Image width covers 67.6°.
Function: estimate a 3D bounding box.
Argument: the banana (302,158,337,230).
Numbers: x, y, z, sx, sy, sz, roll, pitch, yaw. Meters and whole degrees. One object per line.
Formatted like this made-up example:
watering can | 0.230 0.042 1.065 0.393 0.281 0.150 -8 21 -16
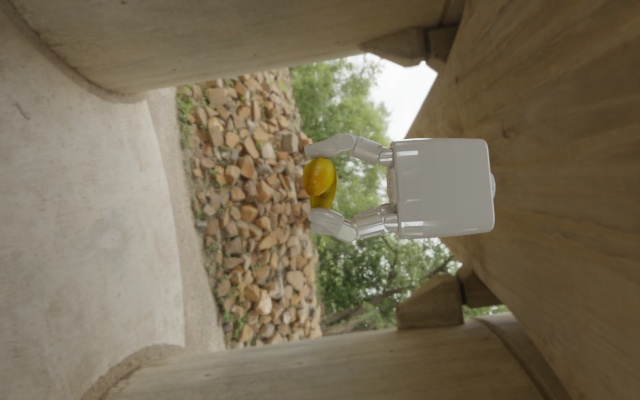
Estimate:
banana | 0.001 -0.015 0.582 0.037 0.069 0.198 2 -15 3
